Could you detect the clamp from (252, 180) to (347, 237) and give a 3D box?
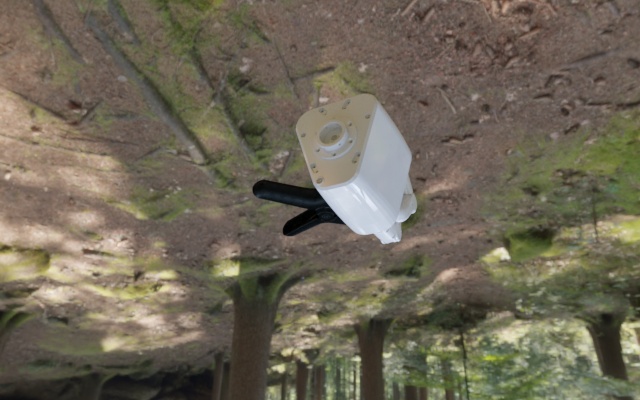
[{"bbox_3d":[0.000,0.003,0.615,0.171,0.039,0.120,-13,-31,23],"label":"clamp"}]
